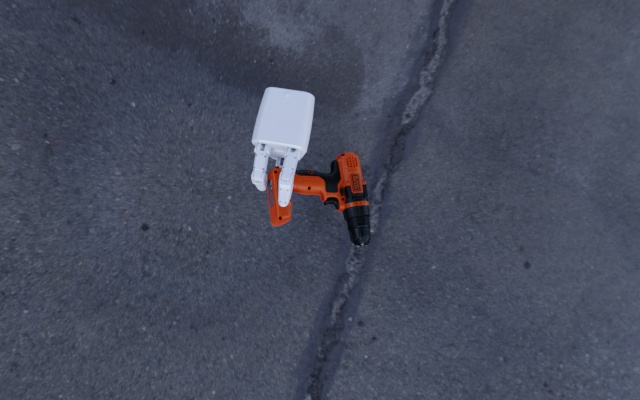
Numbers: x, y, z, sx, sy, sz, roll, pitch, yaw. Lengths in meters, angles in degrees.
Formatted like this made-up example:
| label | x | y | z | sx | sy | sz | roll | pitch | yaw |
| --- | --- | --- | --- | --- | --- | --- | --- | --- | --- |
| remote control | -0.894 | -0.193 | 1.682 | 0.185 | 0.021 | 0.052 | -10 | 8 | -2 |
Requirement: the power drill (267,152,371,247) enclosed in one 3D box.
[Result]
| label | x | y | z | sx | sy | sz | roll | pitch | yaw |
| --- | --- | --- | --- | --- | --- | --- | --- | --- | --- |
| power drill | 0.000 | 0.003 | 0.885 | 0.187 | 0.184 | 0.057 | -4 | -15 | -21 |
